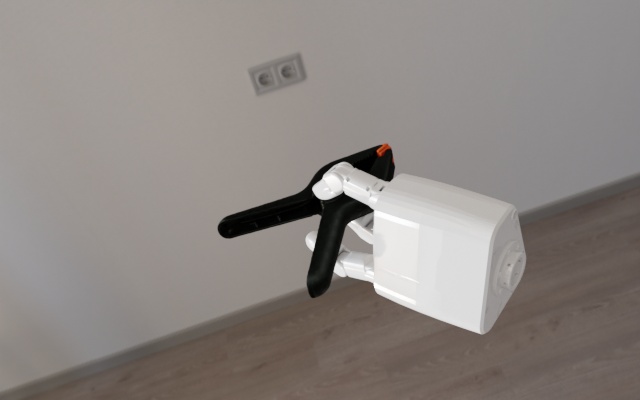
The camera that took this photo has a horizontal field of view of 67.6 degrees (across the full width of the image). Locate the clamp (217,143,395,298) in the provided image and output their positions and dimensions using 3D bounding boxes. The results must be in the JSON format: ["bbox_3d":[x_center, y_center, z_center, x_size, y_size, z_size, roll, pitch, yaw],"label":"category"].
[{"bbox_3d":[0.000,0.001,0.517,0.164,0.036,0.210,19,50,38],"label":"clamp"}]
